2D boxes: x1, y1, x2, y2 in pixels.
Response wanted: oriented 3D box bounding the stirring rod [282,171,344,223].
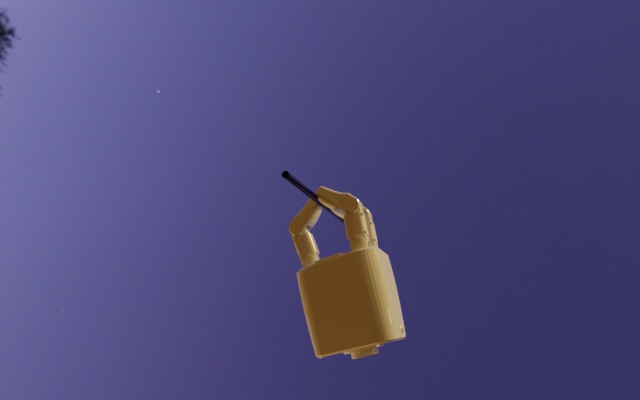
[{"bbox_3d":[0.000,0.002,0.601,0.011,0.011,0.239,0,-14,18],"label":"stirring rod"}]
